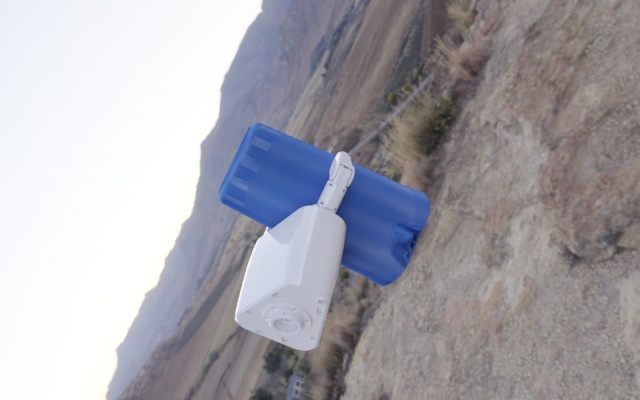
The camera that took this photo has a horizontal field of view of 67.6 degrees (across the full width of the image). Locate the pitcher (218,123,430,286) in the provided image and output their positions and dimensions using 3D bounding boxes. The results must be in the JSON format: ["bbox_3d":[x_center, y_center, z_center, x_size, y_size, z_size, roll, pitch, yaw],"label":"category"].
[{"bbox_3d":[0.000,0.002,0.610,0.243,0.145,0.149,26,-48,-11],"label":"pitcher"}]
